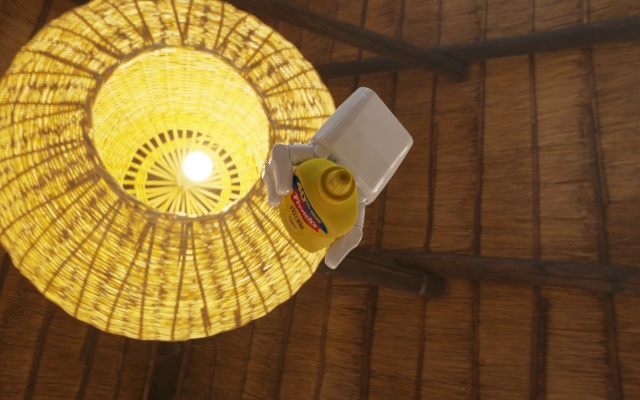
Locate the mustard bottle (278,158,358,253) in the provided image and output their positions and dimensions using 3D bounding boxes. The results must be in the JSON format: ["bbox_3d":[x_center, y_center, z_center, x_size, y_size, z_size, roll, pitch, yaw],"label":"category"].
[{"bbox_3d":[0.000,0.002,0.575,0.058,0.096,0.192,-25,-8,-21],"label":"mustard bottle"}]
